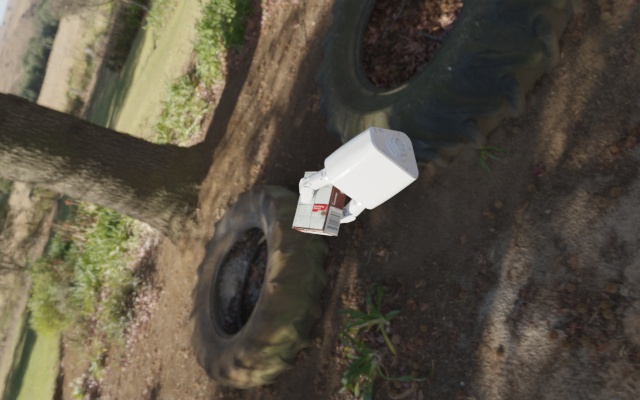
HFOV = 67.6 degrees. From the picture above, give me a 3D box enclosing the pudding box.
[{"bbox_3d":[0.000,0.003,0.854,0.039,0.113,0.090,22,-12,-38],"label":"pudding box"}]
